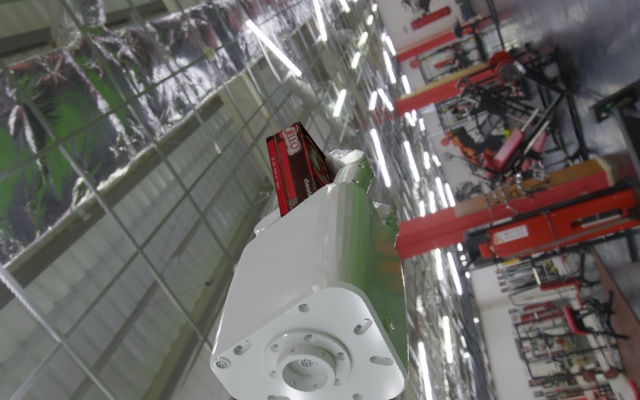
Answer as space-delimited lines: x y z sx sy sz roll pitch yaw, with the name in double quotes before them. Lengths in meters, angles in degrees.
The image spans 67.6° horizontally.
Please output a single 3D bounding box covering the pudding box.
"pudding box" 0.000 0.001 0.408 0.039 0.090 0.113 -23 -37 12
